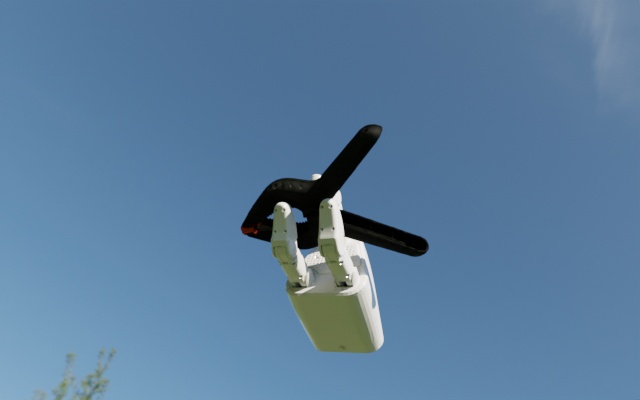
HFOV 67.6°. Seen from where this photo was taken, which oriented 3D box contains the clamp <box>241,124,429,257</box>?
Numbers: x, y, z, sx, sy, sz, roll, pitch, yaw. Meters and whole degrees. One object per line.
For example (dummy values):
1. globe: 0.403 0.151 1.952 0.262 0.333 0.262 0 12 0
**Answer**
1. clamp: 0.000 0.001 0.523 0.210 0.165 0.036 -5 35 22
